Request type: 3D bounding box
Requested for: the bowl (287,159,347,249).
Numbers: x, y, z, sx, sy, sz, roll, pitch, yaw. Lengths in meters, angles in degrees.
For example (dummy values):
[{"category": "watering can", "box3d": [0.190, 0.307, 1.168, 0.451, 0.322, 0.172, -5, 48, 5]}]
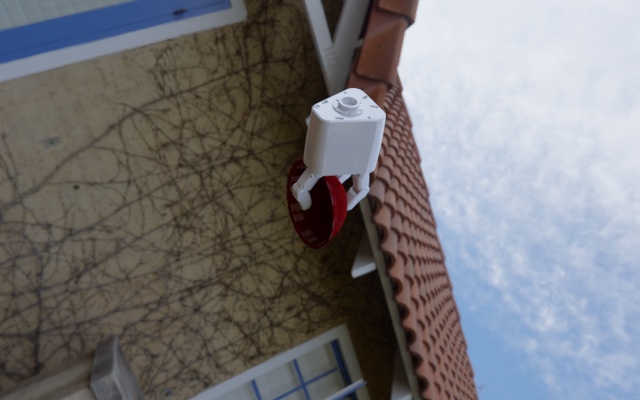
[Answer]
[{"category": "bowl", "box3d": [0.000, 0.003, 0.854, 0.055, 0.162, 0.162, -11, 5, -31]}]
